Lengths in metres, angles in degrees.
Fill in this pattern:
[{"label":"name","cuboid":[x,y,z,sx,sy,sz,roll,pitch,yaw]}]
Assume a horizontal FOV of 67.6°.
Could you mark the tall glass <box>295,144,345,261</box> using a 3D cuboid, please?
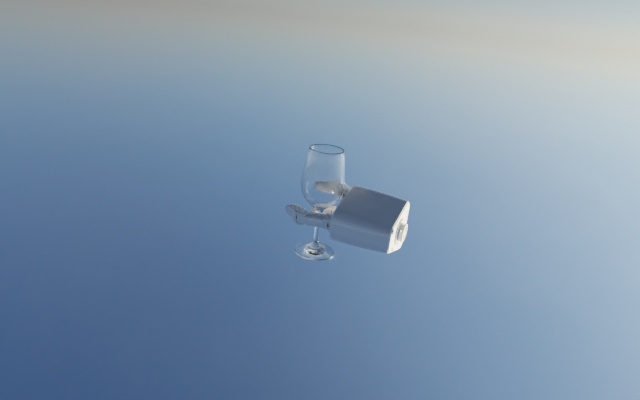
[{"label":"tall glass","cuboid":[0.000,0.003,0.860,0.079,0.201,0.079,6,21,-2]}]
